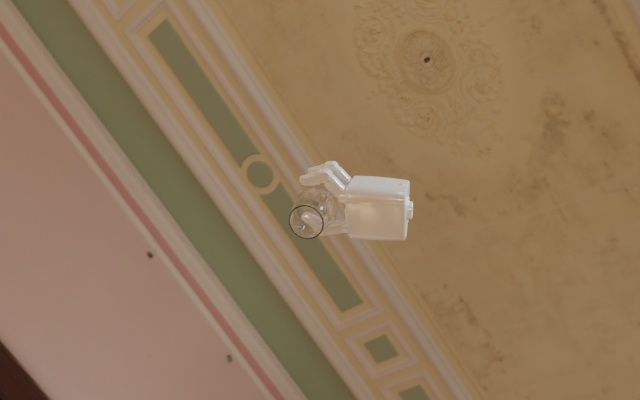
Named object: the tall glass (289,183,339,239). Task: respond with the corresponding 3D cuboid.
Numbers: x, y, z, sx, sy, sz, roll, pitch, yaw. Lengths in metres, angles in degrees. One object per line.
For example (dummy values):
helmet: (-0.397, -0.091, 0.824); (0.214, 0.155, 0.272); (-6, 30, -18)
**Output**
tall glass: (0.000, 0.003, 0.893); (0.079, 0.079, 0.201); (0, 20, 16)
